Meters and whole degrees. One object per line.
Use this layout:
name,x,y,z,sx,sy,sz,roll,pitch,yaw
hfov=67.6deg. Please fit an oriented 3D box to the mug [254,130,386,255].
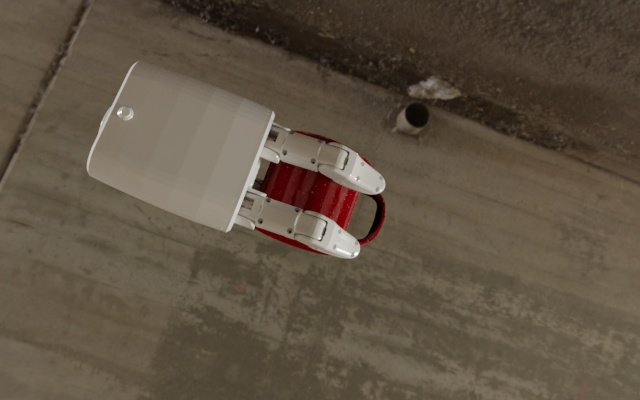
mug,0.001,0.002,0.416,0.117,0.081,0.093,22,-13,-9
